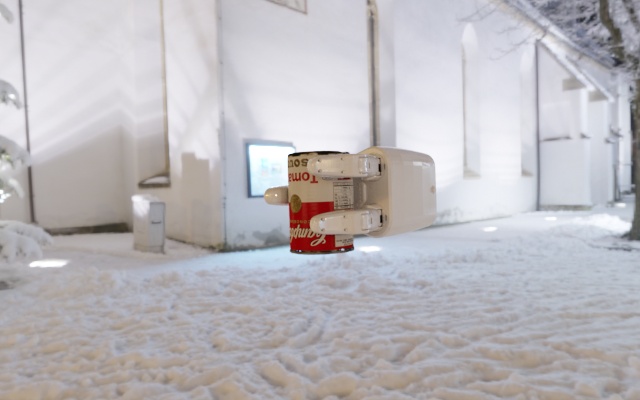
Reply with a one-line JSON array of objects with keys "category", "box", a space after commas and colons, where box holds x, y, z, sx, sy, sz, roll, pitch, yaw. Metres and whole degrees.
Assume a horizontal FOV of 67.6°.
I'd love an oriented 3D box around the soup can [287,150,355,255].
[{"category": "soup can", "box": [0.000, 0.001, 0.495, 0.068, 0.102, 0.068, -2, 2, 0]}]
